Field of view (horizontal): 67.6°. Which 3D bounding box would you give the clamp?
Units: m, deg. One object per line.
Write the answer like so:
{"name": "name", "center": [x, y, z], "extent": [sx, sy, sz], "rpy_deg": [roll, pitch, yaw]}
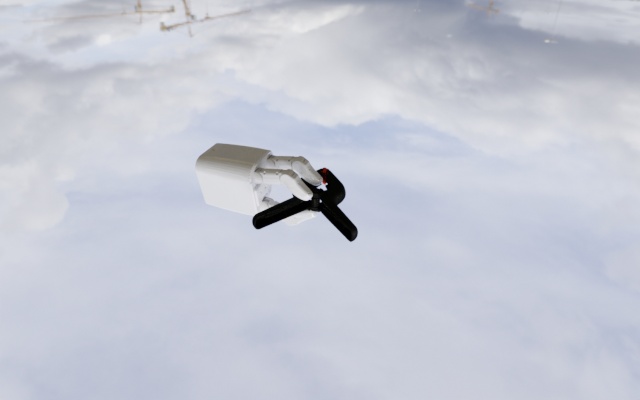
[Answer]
{"name": "clamp", "center": [0.000, 0.003, 0.803], "extent": [0.164, 0.036, 0.210], "rpy_deg": [11, 30, 14]}
